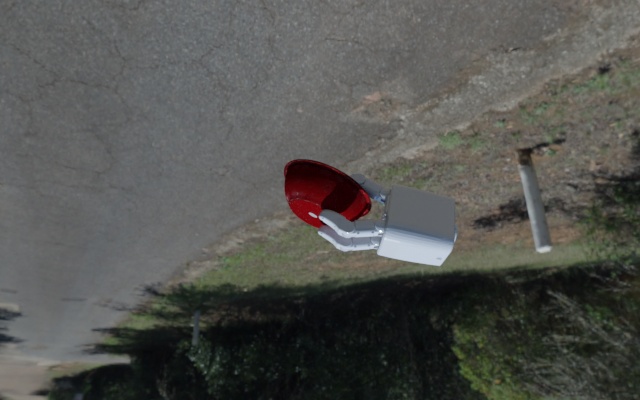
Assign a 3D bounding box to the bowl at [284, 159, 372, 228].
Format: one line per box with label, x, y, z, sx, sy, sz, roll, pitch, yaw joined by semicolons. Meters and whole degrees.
bowl;-0.001;0.003;0.791;0.162;0.055;0.162;23;-25;11
